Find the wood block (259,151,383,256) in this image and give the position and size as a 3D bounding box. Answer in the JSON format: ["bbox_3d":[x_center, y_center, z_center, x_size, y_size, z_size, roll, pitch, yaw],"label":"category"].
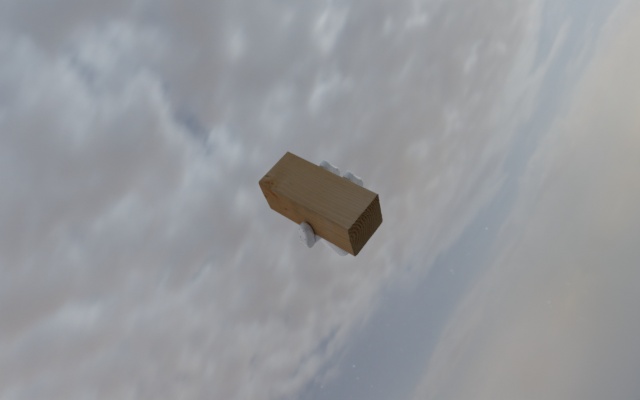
[{"bbox_3d":[0.000,0.003,0.872,0.206,0.090,0.090,27,-26,29],"label":"wood block"}]
